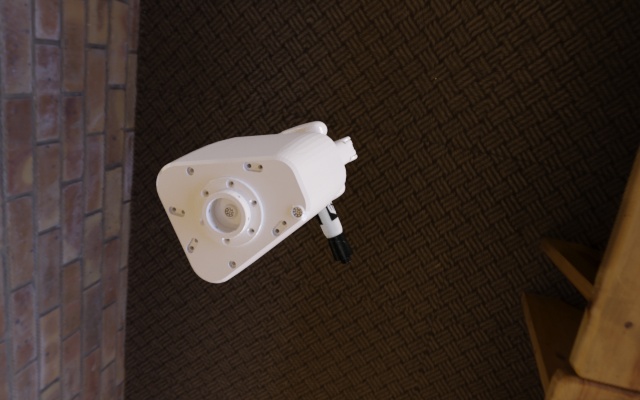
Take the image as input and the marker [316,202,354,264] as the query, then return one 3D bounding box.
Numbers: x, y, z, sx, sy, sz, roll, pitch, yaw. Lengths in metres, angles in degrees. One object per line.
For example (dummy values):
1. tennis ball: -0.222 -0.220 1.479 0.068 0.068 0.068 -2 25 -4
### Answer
1. marker: 0.000 0.001 0.427 0.020 0.121 0.020 -23 8 3
